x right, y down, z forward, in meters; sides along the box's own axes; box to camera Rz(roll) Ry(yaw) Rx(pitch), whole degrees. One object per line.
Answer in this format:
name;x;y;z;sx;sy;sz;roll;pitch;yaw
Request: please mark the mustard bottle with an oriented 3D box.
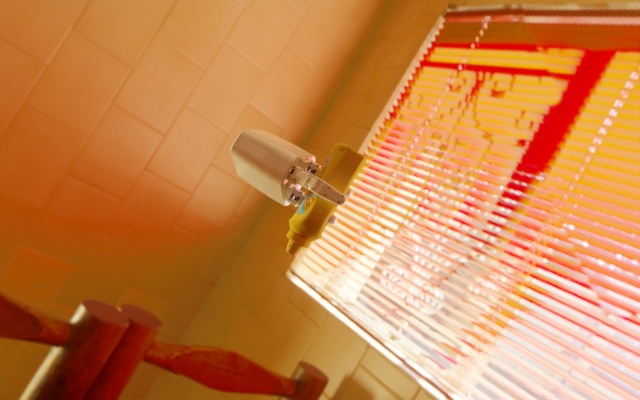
mustard bottle;0.001;0.002;0.770;0.058;0.191;0.096;32;-4;-12
